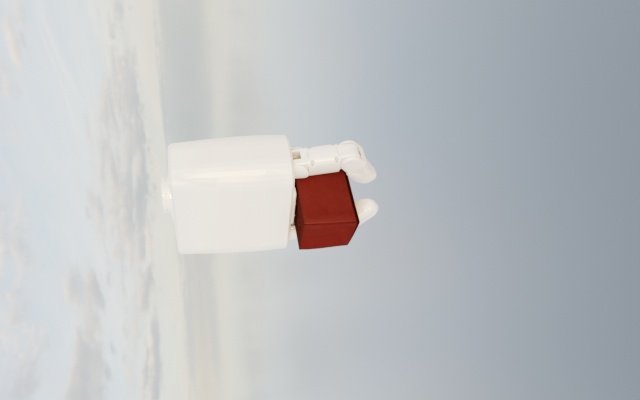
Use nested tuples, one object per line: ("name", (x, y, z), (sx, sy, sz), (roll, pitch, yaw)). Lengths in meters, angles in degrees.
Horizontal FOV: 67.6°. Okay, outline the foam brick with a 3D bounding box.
("foam brick", (0.000, 0.002, 0.459), (0.051, 0.078, 0.053), (-5, -30, -13))
